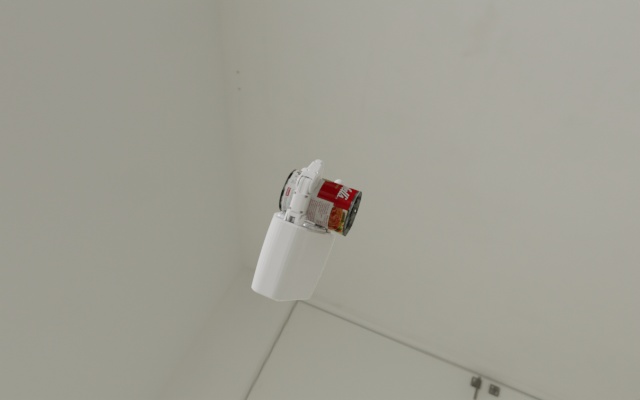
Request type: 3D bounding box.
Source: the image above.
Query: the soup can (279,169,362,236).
[{"bbox_3d":[0.000,0.002,0.684,0.102,0.068,0.068,20,4,12],"label":"soup can"}]
